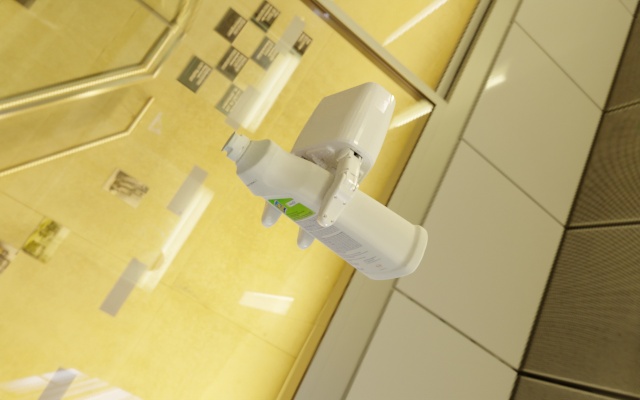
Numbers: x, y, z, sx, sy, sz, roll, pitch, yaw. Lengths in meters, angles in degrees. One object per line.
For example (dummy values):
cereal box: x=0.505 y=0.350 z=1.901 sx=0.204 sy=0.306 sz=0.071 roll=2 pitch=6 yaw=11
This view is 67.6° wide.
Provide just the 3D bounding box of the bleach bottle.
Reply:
bleach bottle: x=0.000 y=0.002 z=0.556 sx=0.251 sy=0.068 sz=0.102 roll=36 pitch=-30 yaw=-18
